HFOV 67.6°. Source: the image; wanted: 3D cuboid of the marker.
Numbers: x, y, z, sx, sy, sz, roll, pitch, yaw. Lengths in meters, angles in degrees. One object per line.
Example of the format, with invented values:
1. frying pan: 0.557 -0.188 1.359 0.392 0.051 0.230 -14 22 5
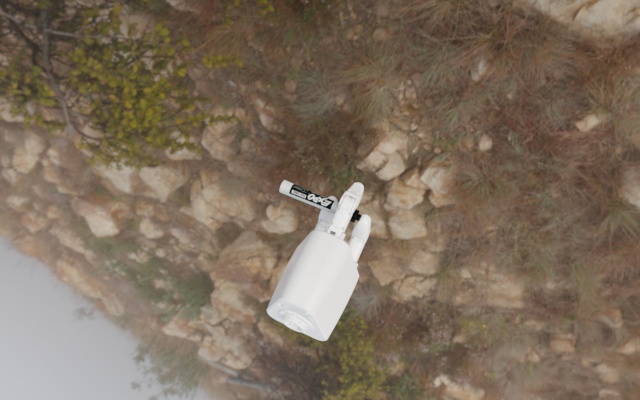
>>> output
1. marker: 0.000 0.002 0.668 0.121 0.020 0.020 22 4 11
